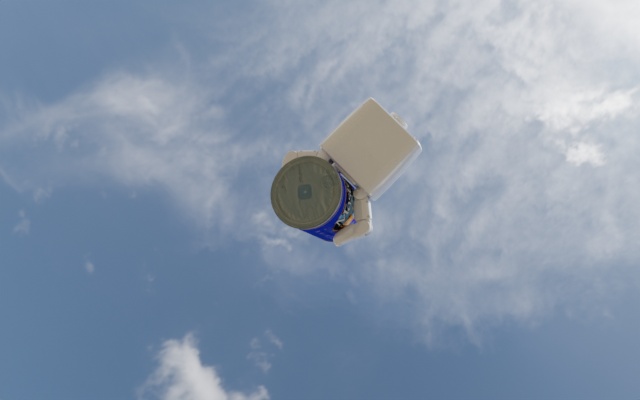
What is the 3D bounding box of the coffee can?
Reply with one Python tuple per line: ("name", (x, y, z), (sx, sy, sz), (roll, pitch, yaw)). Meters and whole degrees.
("coffee can", (0.000, 0.002, 0.711), (0.103, 0.102, 0.140), (0, -12, 18))
